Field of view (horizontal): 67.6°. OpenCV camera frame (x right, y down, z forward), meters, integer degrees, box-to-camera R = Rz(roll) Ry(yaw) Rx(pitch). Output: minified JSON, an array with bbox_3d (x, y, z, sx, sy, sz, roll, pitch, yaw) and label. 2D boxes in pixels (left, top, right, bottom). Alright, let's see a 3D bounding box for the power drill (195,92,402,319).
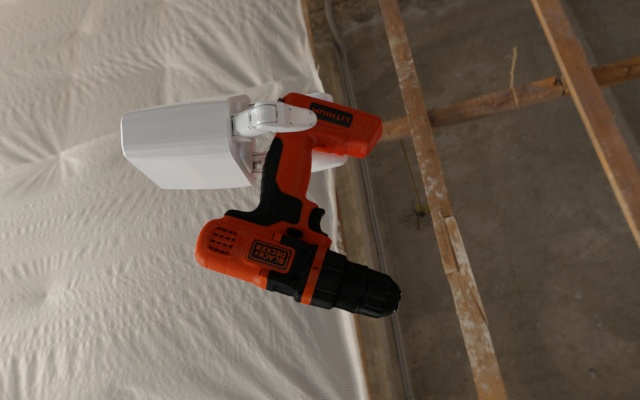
[{"bbox_3d":[0.000,0.001,0.442,0.184,0.187,0.057,18,-23,1],"label":"power drill"}]
